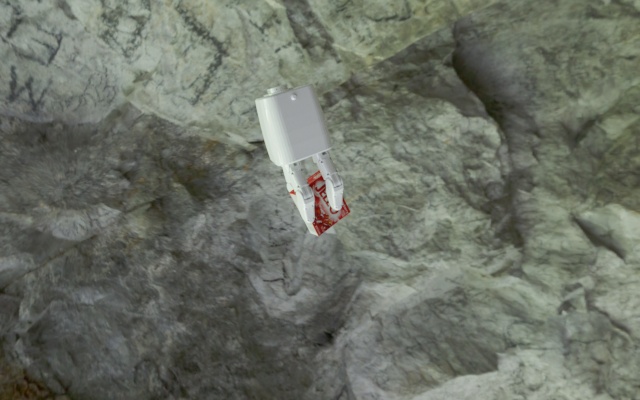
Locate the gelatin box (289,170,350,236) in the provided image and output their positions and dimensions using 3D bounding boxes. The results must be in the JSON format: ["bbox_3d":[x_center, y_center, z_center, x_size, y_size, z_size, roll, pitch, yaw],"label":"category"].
[{"bbox_3d":[0.000,0.003,0.793,0.073,0.089,0.030,-36,26,-21],"label":"gelatin box"}]
